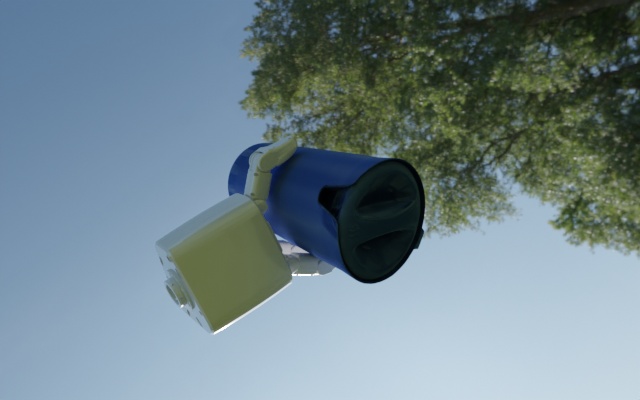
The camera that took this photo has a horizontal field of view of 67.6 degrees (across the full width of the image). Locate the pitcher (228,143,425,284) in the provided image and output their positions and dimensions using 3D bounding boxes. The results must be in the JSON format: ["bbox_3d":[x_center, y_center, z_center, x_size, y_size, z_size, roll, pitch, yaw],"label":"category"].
[{"bbox_3d":[0.000,0.002,0.581,0.145,0.149,0.243,-33,32,-30],"label":"pitcher"}]
